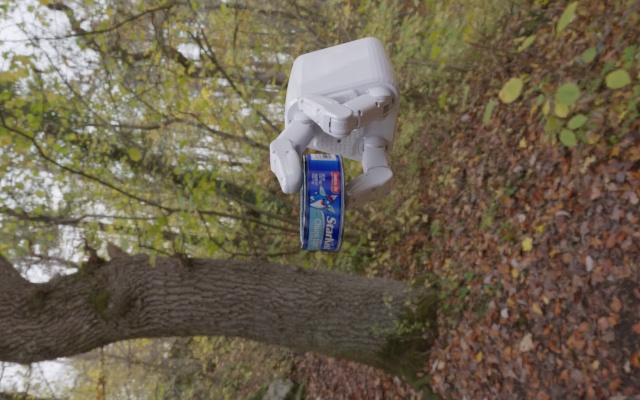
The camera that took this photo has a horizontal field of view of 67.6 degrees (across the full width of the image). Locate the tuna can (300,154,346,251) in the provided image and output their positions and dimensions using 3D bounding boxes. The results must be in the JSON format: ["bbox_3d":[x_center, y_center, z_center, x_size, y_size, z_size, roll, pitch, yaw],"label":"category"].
[{"bbox_3d":[-0.001,0.001,0.422,0.034,0.086,0.086,1,0,-5],"label":"tuna can"}]
